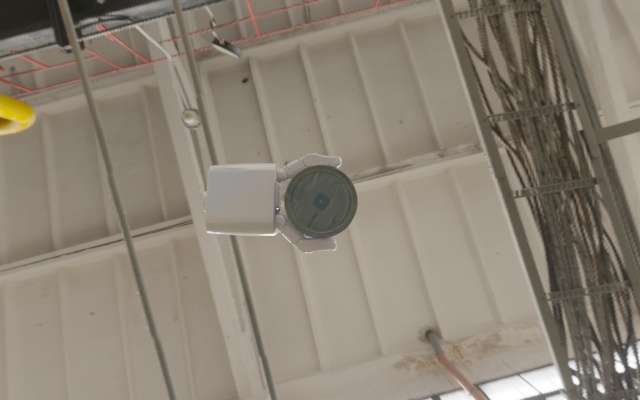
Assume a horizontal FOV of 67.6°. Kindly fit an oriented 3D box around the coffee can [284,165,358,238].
[{"bbox_3d":[0.000,0.002,0.733,0.103,0.103,0.140,0,-1,0],"label":"coffee can"}]
